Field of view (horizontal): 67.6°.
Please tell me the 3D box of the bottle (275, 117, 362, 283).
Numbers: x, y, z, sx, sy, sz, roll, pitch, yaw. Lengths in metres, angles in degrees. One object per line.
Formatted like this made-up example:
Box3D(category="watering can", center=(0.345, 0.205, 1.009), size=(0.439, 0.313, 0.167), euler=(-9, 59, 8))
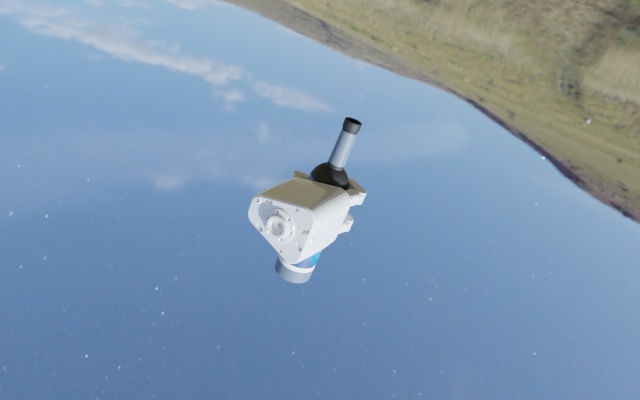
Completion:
Box3D(category="bottle", center=(0.000, 0.003, 0.784), size=(0.069, 0.296, 0.069), euler=(18, 26, -9))
